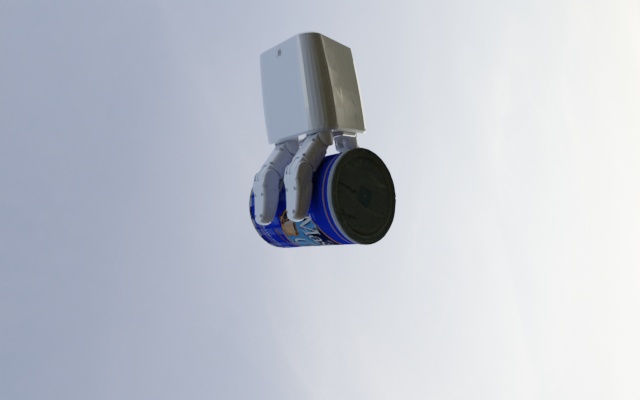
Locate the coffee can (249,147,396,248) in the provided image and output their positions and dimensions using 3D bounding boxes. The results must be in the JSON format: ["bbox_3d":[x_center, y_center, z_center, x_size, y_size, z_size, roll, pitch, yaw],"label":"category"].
[{"bbox_3d":[0.000,0.002,0.548,0.103,0.103,0.140,0,-6,-44],"label":"coffee can"}]
